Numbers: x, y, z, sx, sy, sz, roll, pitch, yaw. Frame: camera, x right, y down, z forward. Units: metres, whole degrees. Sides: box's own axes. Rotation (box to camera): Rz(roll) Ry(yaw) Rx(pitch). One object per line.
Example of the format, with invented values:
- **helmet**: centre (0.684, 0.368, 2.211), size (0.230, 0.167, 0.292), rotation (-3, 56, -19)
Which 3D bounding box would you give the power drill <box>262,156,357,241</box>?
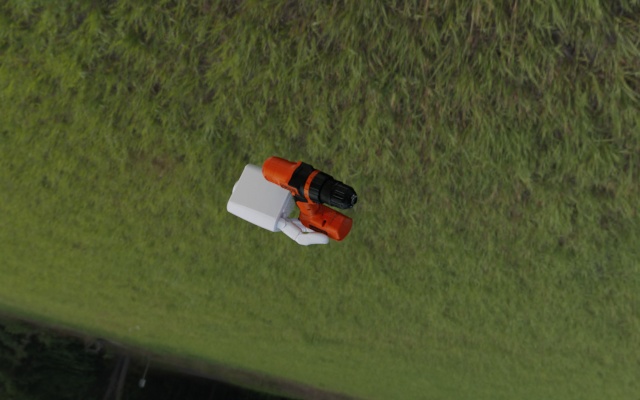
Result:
- **power drill**: centre (0.000, 0.003, 0.853), size (0.184, 0.057, 0.188), rotation (24, -21, 29)
